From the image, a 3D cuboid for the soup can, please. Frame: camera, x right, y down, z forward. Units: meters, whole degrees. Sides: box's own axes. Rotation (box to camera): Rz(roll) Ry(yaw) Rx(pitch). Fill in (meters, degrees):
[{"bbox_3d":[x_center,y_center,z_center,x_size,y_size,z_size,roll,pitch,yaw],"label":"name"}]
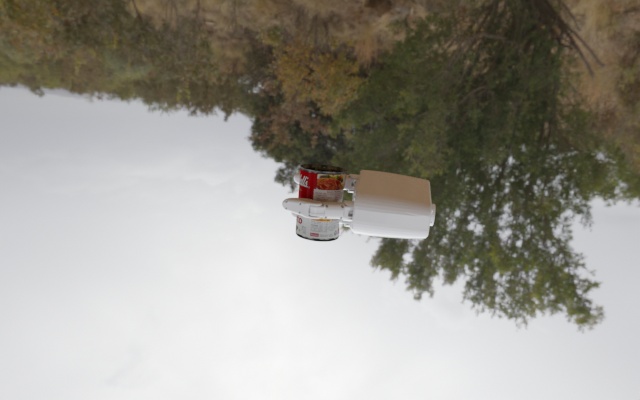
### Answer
[{"bbox_3d":[0.000,0.003,0.701,0.068,0.102,0.068,5,12,-1],"label":"soup can"}]
